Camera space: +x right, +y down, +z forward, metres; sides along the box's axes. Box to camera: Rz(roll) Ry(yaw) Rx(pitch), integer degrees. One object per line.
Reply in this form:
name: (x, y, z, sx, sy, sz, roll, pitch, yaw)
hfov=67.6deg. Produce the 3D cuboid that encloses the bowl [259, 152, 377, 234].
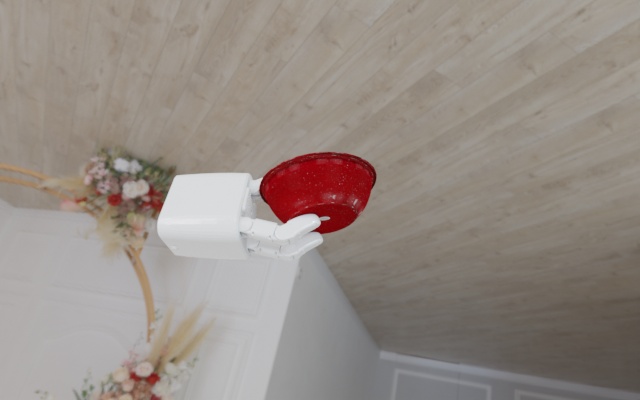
bowl: (0.001, 0.002, 0.639, 0.162, 0.055, 0.162, -7, -28, -4)
